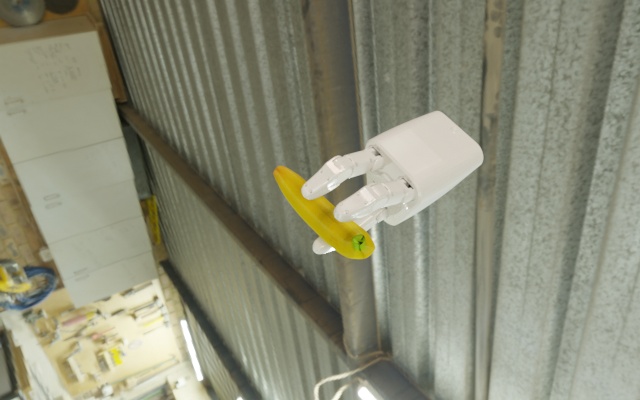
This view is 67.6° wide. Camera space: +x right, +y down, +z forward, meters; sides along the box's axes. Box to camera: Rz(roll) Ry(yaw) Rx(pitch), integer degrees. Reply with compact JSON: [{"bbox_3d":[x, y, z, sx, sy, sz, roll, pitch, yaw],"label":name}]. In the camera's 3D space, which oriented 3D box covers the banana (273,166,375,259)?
[{"bbox_3d":[0.007,0.017,0.550,0.037,0.070,0.197,-33,38,-16],"label":"banana"}]
